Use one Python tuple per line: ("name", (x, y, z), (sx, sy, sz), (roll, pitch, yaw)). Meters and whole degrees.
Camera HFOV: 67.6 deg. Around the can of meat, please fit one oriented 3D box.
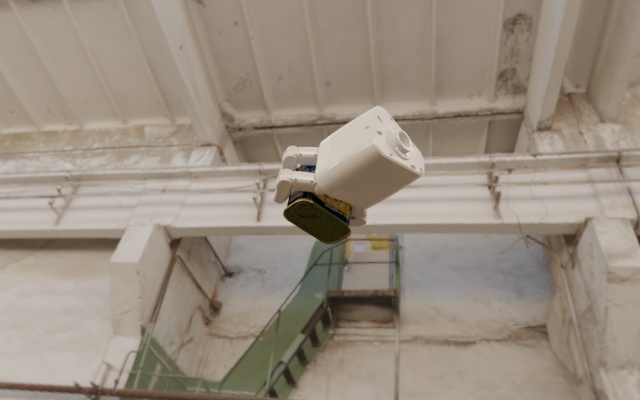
("can of meat", (0.000, 0.002, 0.709), (0.102, 0.084, 0.057), (34, -47, -26))
